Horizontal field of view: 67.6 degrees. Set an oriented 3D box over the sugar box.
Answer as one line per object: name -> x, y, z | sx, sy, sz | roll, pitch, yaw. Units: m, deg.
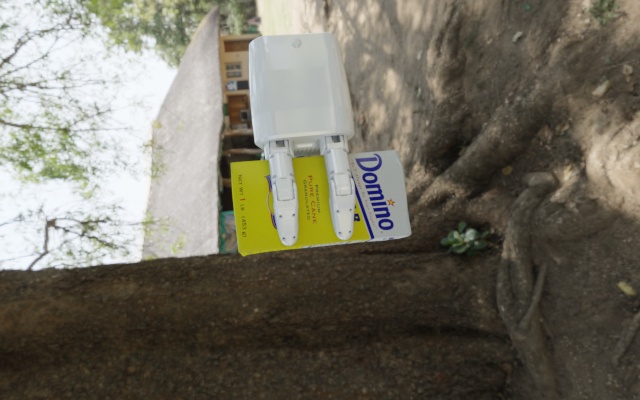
sugar box -> 0.000, 0.001, 0.495 | 0.176, 0.093, 0.048 | -6, -8, -6
